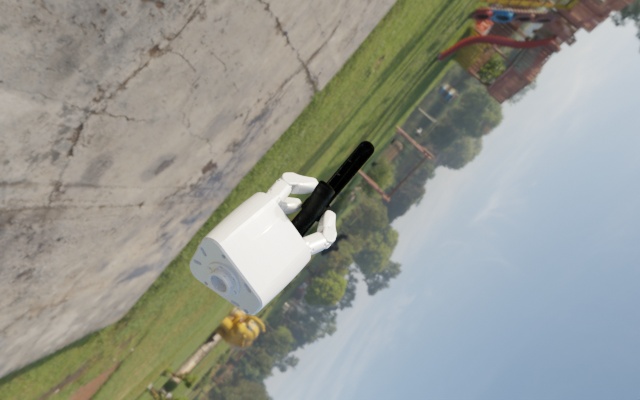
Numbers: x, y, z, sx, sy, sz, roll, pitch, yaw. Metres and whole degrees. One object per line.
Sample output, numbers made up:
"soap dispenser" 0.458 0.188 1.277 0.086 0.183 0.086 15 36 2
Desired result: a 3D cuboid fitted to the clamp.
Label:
"clamp" 0.000 0.003 0.718 0.164 0.036 0.210 -45 -5 -45
